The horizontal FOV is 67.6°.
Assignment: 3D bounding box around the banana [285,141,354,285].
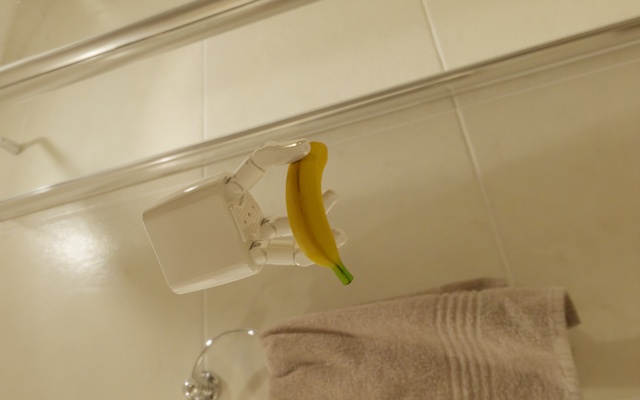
[{"bbox_3d":[-0.009,-0.006,0.495,0.037,0.197,0.070,-25,-45,19],"label":"banana"}]
